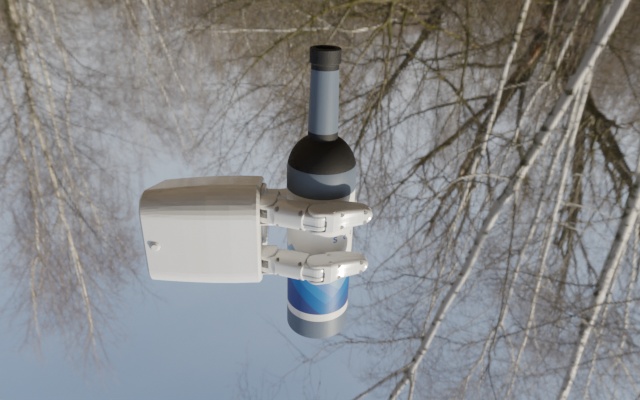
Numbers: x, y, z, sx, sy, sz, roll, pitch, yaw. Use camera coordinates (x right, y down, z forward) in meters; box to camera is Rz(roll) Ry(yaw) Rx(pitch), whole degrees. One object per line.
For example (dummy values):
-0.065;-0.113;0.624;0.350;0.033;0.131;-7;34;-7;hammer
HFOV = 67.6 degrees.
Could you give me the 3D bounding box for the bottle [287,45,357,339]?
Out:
0.000;0.002;0.471;0.069;0.296;0.069;2;27;-1;bottle
